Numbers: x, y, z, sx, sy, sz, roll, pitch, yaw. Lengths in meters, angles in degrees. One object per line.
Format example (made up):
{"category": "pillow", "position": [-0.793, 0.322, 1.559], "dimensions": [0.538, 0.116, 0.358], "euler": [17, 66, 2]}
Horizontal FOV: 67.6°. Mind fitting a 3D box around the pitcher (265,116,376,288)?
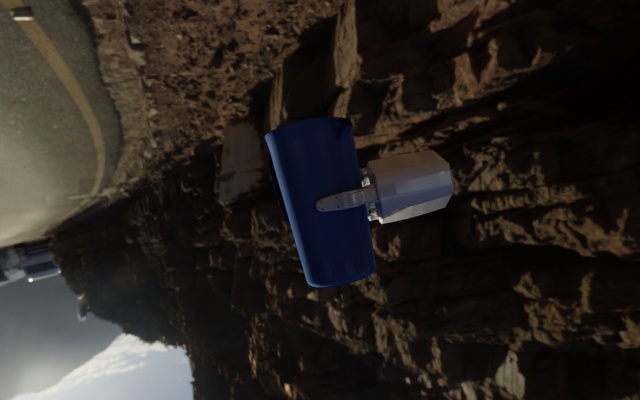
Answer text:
{"category": "pitcher", "position": [0.000, 0.002, 0.727], "dimensions": [0.145, 0.243, 0.149], "euler": [-13, 0, 2]}
